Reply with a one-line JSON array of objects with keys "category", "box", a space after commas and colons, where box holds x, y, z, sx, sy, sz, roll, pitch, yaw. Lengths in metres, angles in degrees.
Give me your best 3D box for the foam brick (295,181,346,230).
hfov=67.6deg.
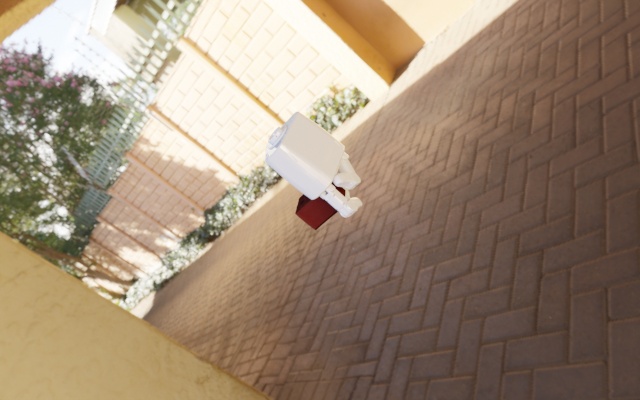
[{"category": "foam brick", "box": [0.000, 0.003, 0.850, 0.051, 0.053, 0.078, 37, -58, -19]}]
